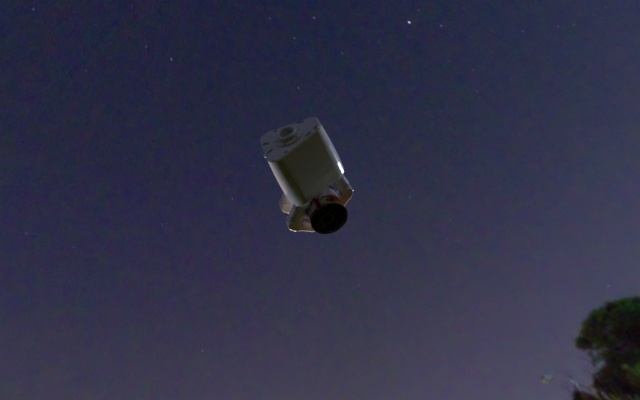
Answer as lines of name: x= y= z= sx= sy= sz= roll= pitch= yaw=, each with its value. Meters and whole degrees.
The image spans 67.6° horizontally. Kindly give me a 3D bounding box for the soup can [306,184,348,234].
soup can: x=0.000 y=0.003 z=0.861 sx=0.068 sy=0.068 sz=0.102 roll=0 pitch=35 yaw=-22
